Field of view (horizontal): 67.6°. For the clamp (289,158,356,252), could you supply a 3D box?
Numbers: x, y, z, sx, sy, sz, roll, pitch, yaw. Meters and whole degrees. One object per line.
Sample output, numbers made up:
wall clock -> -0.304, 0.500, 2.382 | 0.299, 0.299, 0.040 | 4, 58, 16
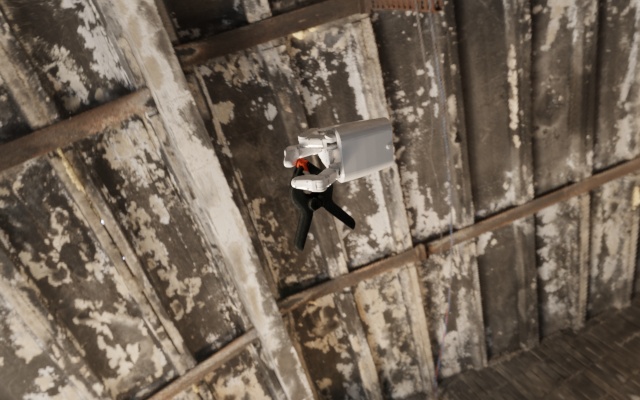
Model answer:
clamp -> 0.000, 0.002, 0.855 | 0.120, 0.171, 0.039 | -17, 28, -19
